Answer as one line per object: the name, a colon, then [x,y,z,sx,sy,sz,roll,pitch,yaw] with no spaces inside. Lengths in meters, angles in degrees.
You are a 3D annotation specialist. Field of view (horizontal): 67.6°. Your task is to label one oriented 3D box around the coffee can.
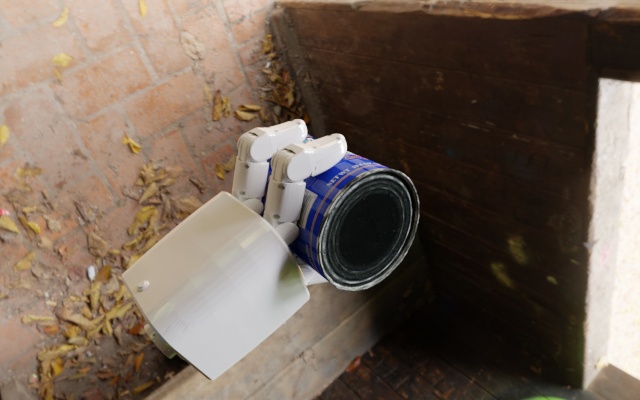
coffee can: [0.000,0.001,0.420,0.103,0.103,0.140,0,19,-38]
